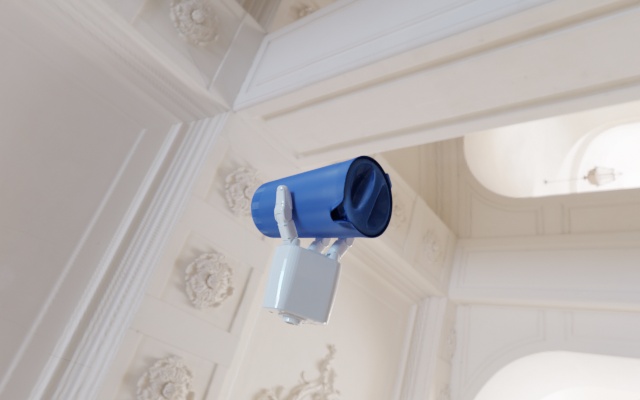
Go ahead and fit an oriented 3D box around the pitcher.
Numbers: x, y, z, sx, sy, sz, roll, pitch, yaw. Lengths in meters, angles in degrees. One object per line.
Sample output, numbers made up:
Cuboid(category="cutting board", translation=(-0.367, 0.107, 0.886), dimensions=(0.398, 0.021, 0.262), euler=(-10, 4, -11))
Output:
Cuboid(category="pitcher", translation=(0.000, 0.003, 0.841), dimensions=(0.243, 0.145, 0.149), euler=(-8, -28, 41))
